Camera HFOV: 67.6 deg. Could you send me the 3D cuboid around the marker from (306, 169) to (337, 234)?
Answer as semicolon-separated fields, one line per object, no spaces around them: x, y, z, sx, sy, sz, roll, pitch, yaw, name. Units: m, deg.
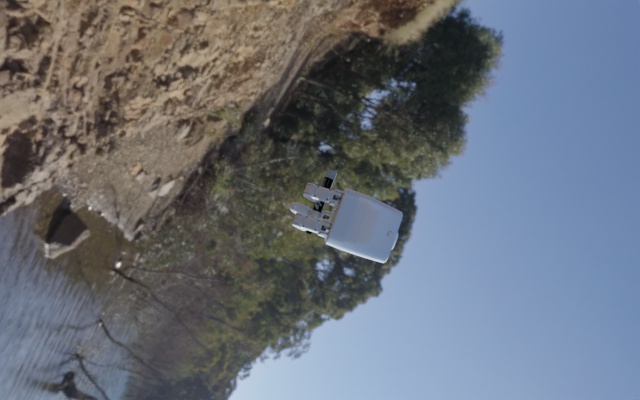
0.000;0.003;0.854;0.020;0.121;0.020;20;-10;4;marker
